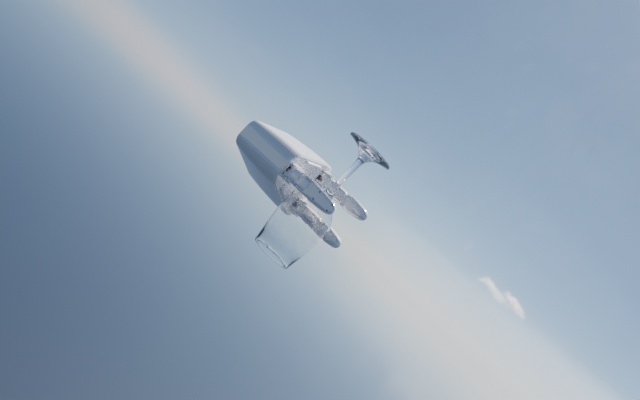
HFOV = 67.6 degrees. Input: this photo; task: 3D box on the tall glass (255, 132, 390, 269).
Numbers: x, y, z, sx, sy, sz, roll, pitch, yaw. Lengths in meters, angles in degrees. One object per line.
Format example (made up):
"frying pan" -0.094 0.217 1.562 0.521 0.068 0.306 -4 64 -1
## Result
"tall glass" 0.001 0.002 0.663 0.079 0.201 0.079 44 -1 1
